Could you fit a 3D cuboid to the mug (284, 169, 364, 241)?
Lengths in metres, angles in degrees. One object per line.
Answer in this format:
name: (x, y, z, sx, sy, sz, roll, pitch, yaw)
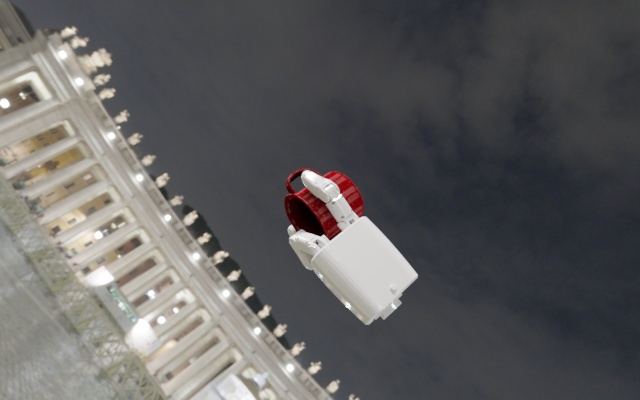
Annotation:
mug: (-0.001, 0.001, 0.691, 0.081, 0.117, 0.093, -35, -15, -26)
